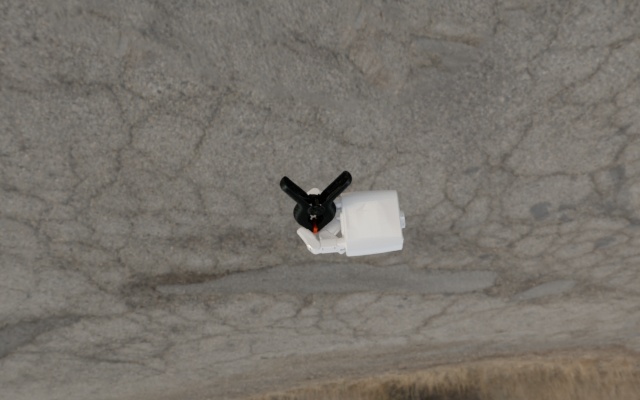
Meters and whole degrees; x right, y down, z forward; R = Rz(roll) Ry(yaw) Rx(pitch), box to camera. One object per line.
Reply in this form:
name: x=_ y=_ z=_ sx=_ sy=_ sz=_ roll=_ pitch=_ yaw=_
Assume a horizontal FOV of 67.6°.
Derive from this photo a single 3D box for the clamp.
clamp: x=0.000 y=0.003 z=0.851 sx=0.120 sy=0.039 sz=0.172 roll=-5 pitch=-31 yaw=4
